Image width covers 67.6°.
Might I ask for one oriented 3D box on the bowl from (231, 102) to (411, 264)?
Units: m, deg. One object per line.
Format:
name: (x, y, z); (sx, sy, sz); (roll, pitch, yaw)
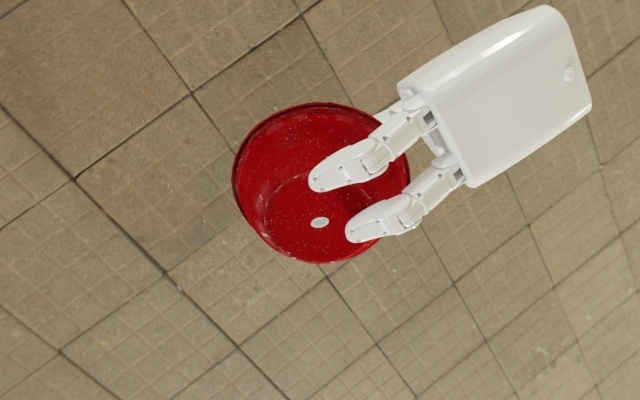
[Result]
bowl: (-0.001, 0.002, 0.411); (0.162, 0.162, 0.055); (0, 34, 1)
